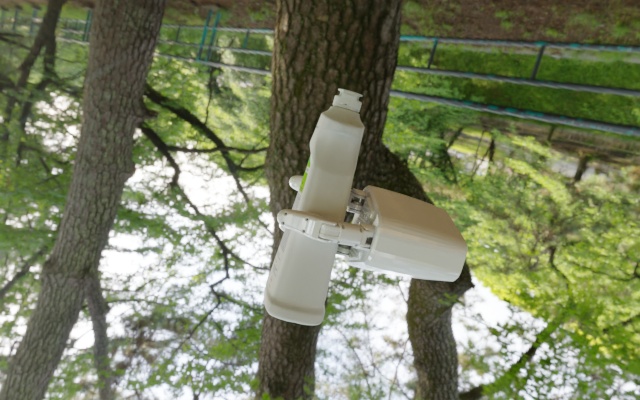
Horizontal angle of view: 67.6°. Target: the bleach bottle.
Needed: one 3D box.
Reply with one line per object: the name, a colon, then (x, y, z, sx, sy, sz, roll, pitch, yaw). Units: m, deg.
bleach bottle: (0.000, 0.002, 0.533, 0.068, 0.251, 0.102, 15, 7, -11)
